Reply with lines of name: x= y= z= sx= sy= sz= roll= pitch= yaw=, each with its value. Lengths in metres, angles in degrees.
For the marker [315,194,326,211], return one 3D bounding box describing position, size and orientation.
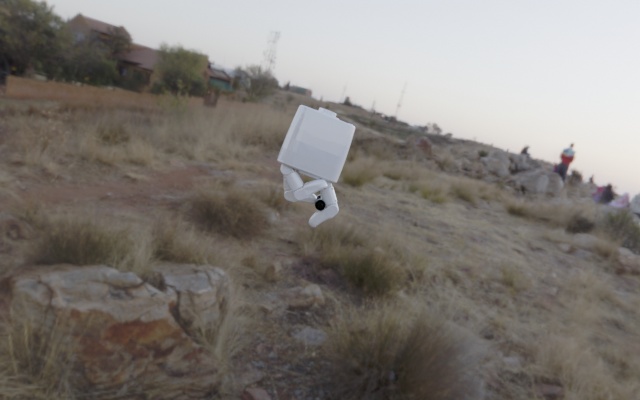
marker: x=0.000 y=0.003 z=0.889 sx=0.020 sy=0.020 sz=0.121 roll=0 pitch=6 yaw=1
